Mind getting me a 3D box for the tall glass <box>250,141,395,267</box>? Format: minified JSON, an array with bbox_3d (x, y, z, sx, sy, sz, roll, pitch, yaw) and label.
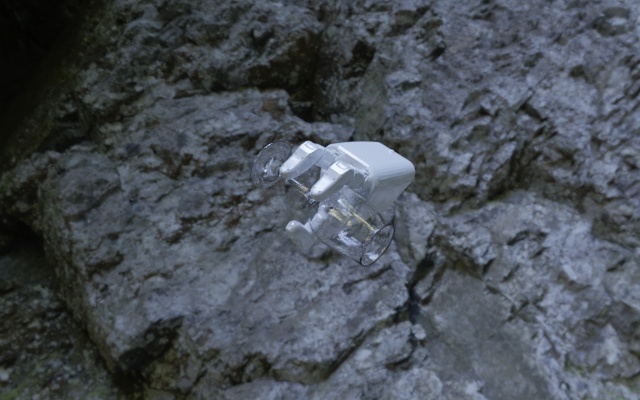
[{"bbox_3d":[0.000,0.002,0.617,0.201,0.079,0.079,37,21,30],"label":"tall glass"}]
